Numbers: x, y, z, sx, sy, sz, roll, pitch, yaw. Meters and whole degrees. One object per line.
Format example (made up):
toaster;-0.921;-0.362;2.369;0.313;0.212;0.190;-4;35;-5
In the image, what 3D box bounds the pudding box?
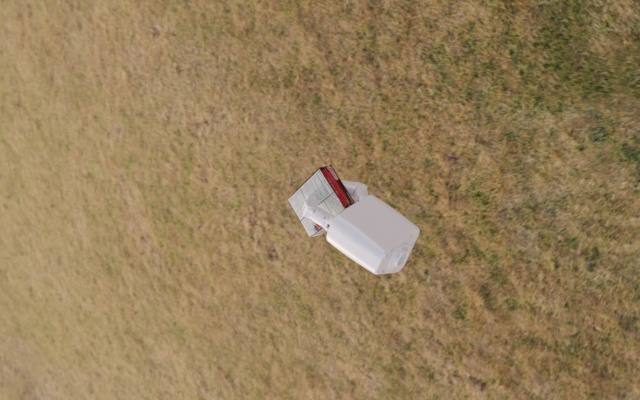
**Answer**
pudding box;0.000;0.003;0.867;0.039;0.090;0.113;-16;-20;-49
